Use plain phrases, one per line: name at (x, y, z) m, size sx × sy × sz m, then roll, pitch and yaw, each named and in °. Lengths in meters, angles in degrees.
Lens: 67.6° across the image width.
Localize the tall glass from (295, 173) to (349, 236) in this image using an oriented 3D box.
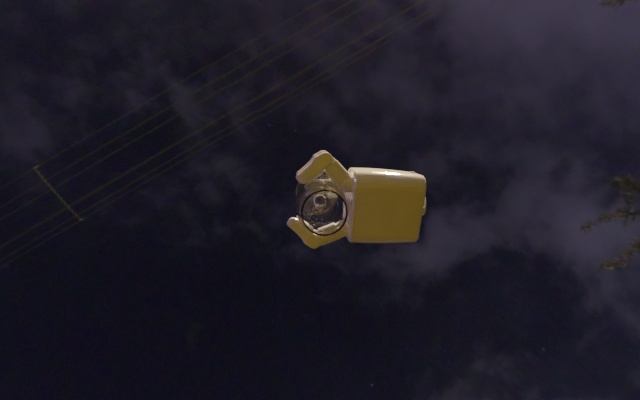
tall glass at (0.000, 0.002, 0.725) m, size 0.079 × 0.079 × 0.201 m, roll 0°, pitch 8°, yaw -3°
